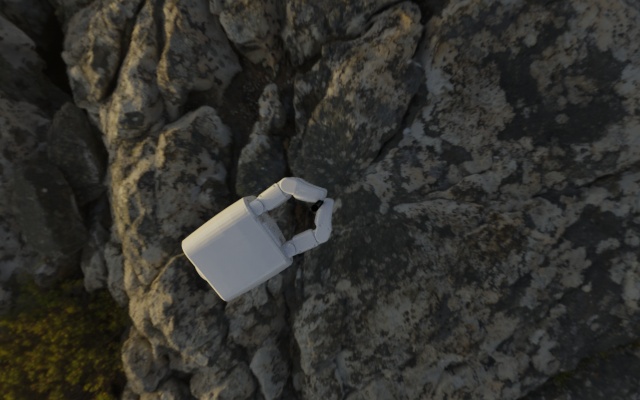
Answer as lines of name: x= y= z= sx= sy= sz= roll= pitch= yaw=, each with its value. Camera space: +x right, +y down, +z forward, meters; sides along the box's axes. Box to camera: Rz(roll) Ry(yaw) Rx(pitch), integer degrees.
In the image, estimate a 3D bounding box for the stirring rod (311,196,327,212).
stirring rod: x=0.000 y=0.002 z=0.636 sx=0.011 sy=0.011 sz=0.239 roll=0 pitch=3 yaw=3
